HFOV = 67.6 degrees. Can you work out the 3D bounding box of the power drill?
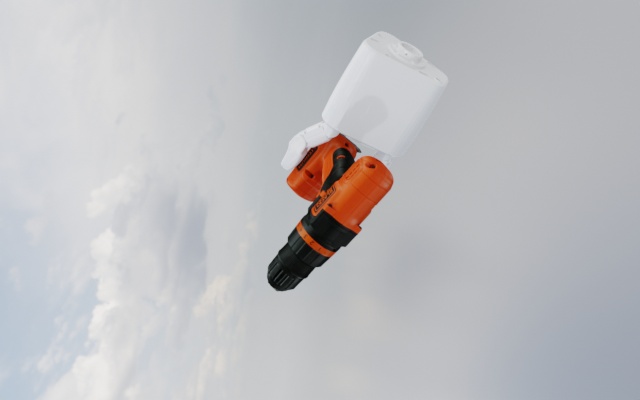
[{"bbox_3d":[0.000,0.001,0.575,0.057,0.184,0.187,37,16,-22],"label":"power drill"}]
